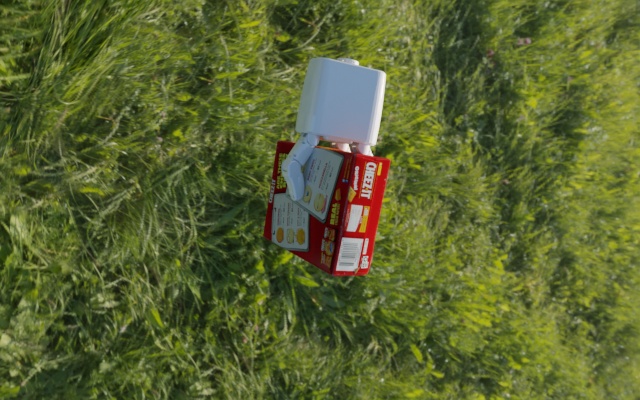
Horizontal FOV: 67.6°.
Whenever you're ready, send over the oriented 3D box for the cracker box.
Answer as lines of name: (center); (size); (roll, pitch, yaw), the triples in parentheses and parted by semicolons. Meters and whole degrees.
cracker box: (0.000, 0.002, 0.711); (0.072, 0.164, 0.213); (6, 7, -33)
